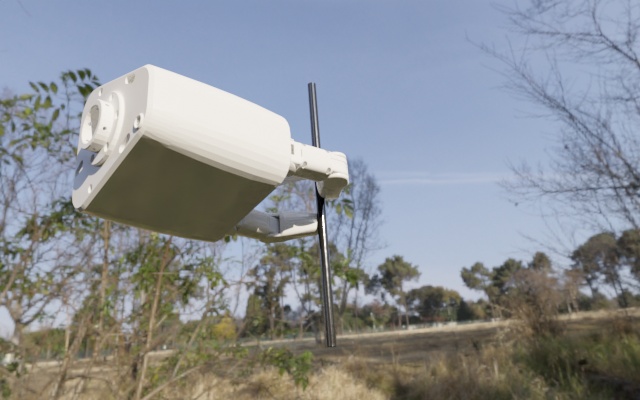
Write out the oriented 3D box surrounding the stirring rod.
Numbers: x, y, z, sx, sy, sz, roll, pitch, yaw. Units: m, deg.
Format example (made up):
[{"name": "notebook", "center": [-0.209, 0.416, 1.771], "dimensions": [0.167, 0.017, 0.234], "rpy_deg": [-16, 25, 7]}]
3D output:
[{"name": "stirring rod", "center": [0.000, 0.001, 0.413], "dimensions": [0.011, 0.239, 0.011], "rpy_deg": [-4, -21, -1]}]
